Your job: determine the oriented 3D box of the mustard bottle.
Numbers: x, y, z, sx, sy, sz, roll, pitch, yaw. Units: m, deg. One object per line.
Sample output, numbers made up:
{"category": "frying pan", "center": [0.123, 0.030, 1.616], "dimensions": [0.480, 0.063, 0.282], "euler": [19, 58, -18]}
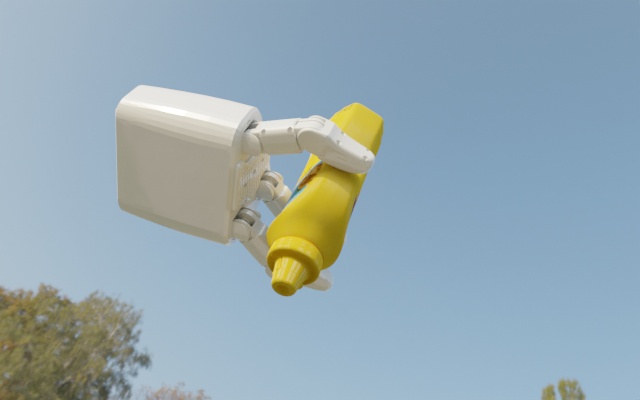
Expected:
{"category": "mustard bottle", "center": [0.000, 0.001, 0.402], "dimensions": [0.058, 0.191, 0.096], "euler": [32, -47, -7]}
